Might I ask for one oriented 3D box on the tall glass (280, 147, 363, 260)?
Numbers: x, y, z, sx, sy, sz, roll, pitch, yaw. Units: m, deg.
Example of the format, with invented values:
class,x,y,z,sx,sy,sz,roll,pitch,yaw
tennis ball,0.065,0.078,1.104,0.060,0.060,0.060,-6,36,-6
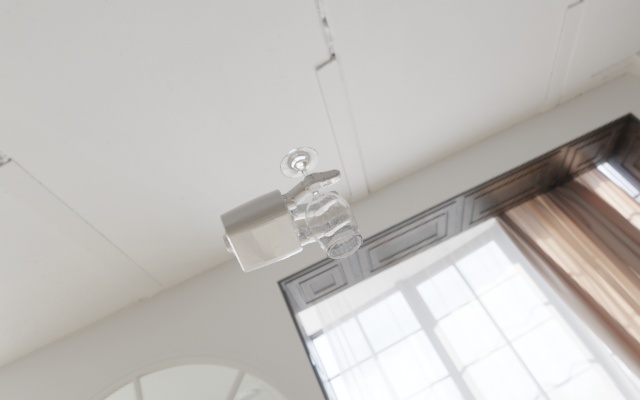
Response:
class,x,y,z,sx,sy,sz,roll,pitch,yaw
tall glass,0.000,0.002,0.801,0.079,0.201,0.079,-18,-37,-14
